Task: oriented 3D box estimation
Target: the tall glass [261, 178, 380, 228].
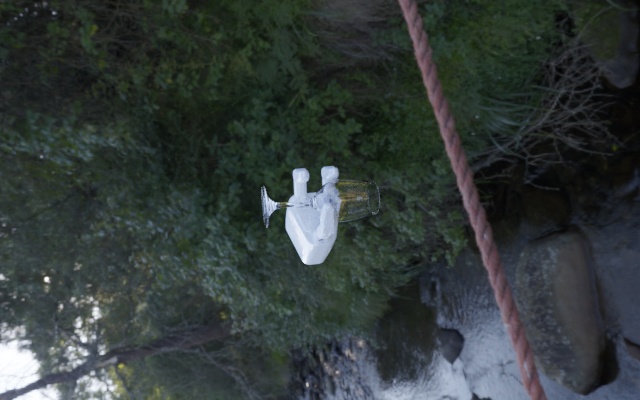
[{"bbox_3d":[-0.001,0.003,0.843,0.201,0.079,0.079,-5,1,-13],"label":"tall glass"}]
